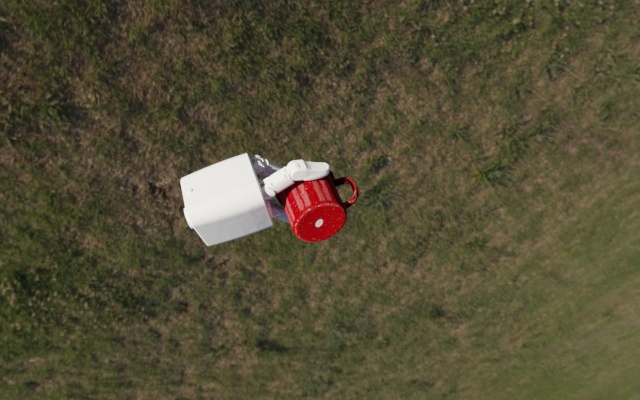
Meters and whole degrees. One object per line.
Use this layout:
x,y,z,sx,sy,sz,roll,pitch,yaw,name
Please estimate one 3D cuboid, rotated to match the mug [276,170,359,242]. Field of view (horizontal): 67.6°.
0.002,0.002,0.699,0.117,0.081,0.093,-19,-42,-5,mug
